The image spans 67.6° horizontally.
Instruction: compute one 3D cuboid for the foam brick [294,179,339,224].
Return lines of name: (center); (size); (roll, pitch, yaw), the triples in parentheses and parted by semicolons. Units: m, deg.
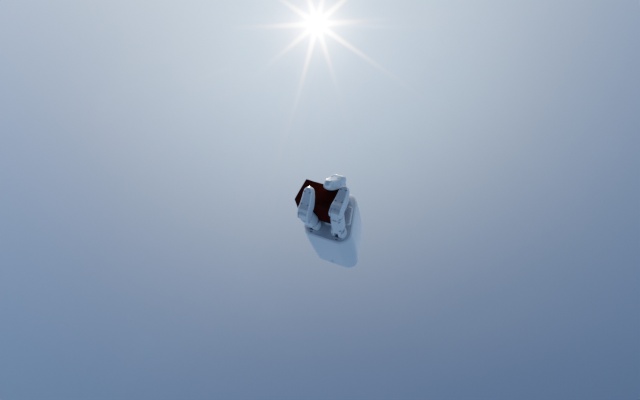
foam brick: (0.000, 0.003, 0.894); (0.078, 0.053, 0.051); (17, -32, 25)
